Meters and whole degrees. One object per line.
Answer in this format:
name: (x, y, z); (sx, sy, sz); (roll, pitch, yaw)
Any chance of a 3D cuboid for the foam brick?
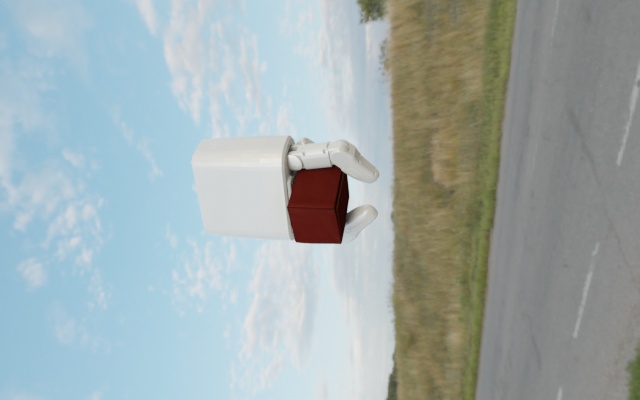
foam brick: (0.000, 0.002, 0.508); (0.051, 0.053, 0.078); (1, 42, 11)
